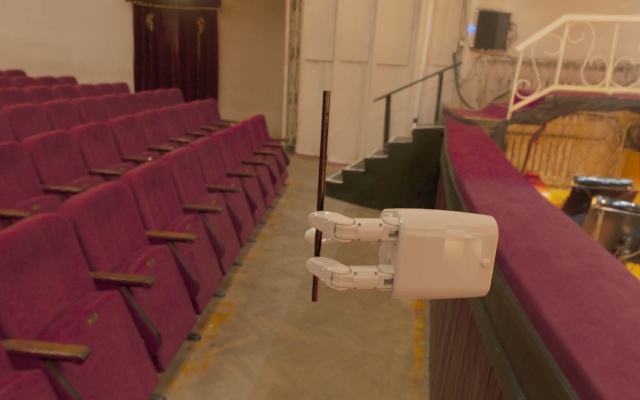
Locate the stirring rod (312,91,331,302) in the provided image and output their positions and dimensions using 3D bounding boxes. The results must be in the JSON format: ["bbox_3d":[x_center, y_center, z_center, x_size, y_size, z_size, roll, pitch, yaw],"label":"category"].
[{"bbox_3d":[0.000,0.002,0.529,0.011,0.239,0.011,3,16,-1],"label":"stirring rod"}]
